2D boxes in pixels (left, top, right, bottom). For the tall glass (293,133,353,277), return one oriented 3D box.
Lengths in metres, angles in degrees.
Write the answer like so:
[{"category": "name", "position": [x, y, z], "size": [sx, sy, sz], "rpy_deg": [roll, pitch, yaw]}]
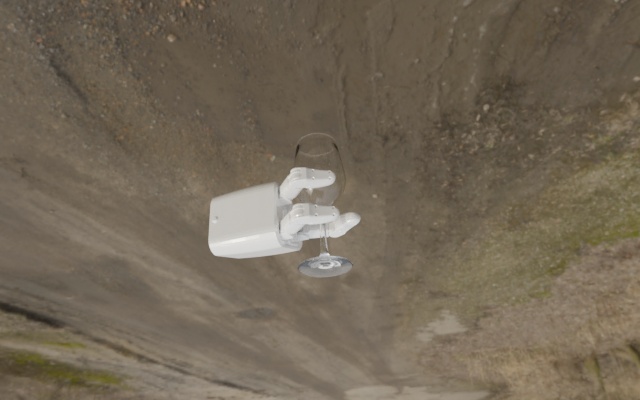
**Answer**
[{"category": "tall glass", "position": [0.000, 0.003, 0.683], "size": [0.079, 0.201, 0.079], "rpy_deg": [-3, -28, -2]}]
